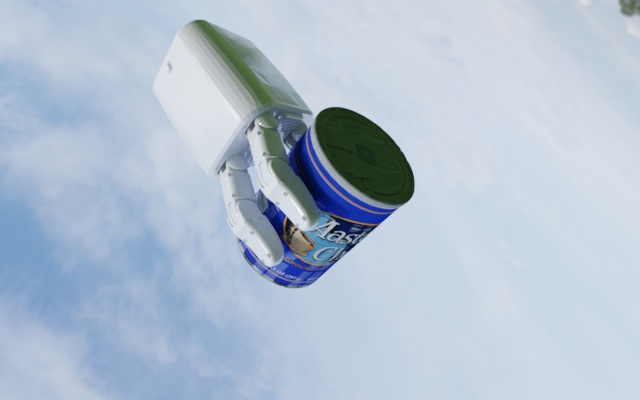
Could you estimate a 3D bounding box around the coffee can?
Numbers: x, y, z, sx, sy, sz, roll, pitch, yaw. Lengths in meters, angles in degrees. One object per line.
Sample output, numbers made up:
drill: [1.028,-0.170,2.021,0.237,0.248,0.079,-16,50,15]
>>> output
coffee can: [0.000,0.001,0.430,0.103,0.102,0.140,0,-35,-42]
